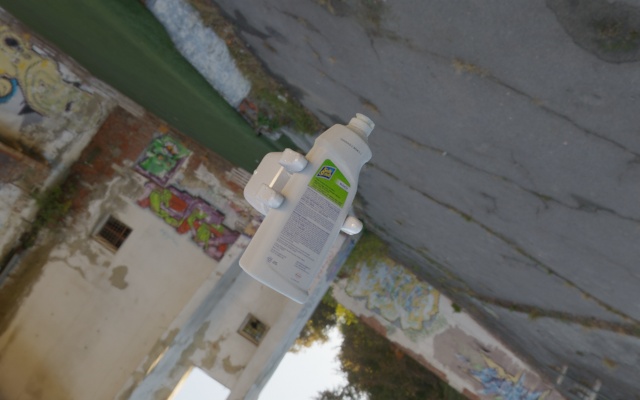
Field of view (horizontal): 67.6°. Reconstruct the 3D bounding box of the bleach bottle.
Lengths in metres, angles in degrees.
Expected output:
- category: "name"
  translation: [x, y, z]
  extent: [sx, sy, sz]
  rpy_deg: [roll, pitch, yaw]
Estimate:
- category: "bleach bottle"
  translation: [0.000, 0.002, 0.628]
  extent: [0.102, 0.251, 0.068]
  rpy_deg: [35, -6, -25]
